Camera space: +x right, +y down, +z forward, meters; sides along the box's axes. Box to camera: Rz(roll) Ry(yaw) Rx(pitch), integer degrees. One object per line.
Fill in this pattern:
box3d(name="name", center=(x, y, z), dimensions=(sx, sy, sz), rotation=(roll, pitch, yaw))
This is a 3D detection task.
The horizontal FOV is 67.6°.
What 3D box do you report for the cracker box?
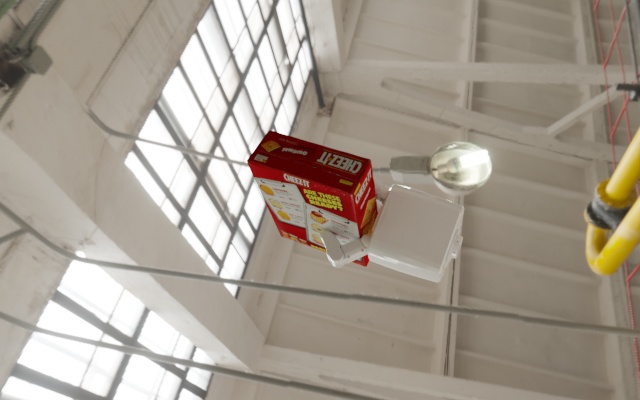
box3d(name="cracker box", center=(0.000, 0.003, 0.724), dimensions=(0.164, 0.072, 0.214), rotation=(18, -29, 21))
